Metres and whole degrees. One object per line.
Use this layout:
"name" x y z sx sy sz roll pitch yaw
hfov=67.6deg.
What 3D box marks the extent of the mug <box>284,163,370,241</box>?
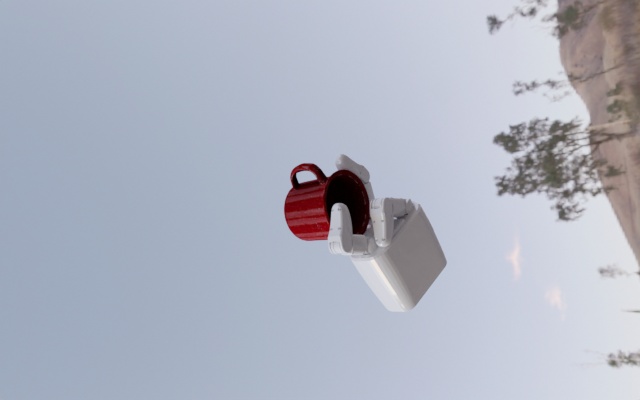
"mug" -0.001 0.001 0.628 0.081 0.117 0.093 -9 34 42
